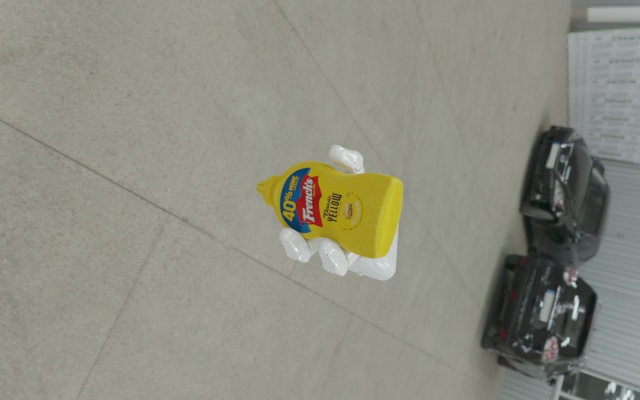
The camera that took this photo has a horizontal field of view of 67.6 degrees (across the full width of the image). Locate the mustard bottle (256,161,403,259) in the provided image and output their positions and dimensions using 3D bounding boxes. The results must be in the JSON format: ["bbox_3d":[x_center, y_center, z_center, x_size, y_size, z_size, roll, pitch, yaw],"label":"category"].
[{"bbox_3d":[0.000,0.002,0.585,0.191,0.096,0.058,14,6,31],"label":"mustard bottle"}]
